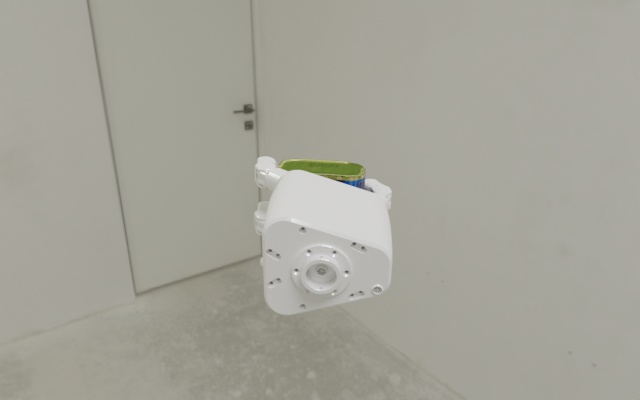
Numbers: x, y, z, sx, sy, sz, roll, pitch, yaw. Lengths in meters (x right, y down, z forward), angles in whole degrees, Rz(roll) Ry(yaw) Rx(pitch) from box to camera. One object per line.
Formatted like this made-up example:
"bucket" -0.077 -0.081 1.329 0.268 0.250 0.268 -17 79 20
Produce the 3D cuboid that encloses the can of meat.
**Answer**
"can of meat" 0.000 0.001 0.534 0.102 0.084 0.057 3 23 6
